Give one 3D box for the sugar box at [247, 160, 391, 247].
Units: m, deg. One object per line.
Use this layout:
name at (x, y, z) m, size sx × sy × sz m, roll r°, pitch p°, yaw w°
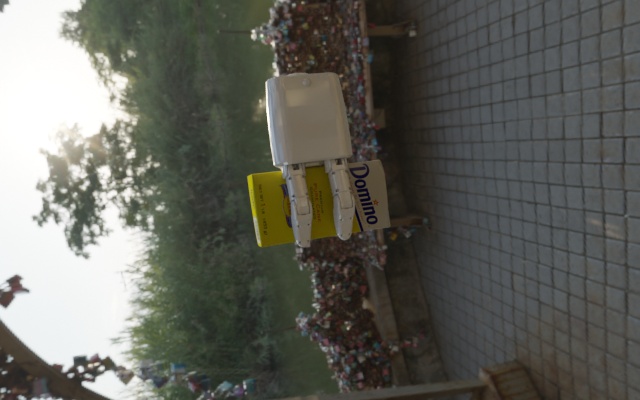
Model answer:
sugar box at (0.000, 0.002, 0.621) m, size 0.176 × 0.093 × 0.048 m, roll -8°, pitch 2°, yaw -15°
